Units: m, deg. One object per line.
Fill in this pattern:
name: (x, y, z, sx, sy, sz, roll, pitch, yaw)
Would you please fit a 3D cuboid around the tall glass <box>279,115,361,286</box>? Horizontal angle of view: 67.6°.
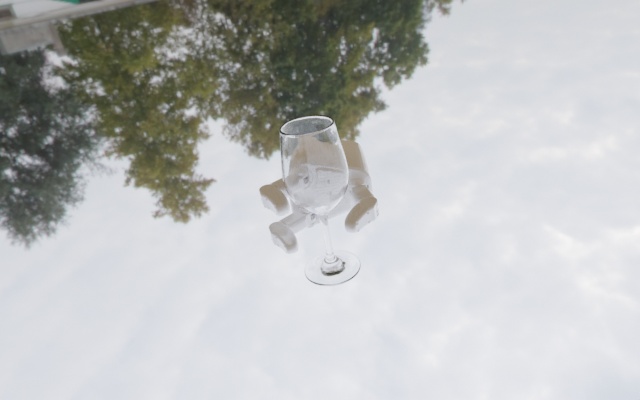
tall glass: (0.000, 0.003, 0.576, 0.079, 0.201, 0.079, -8, 29, 4)
